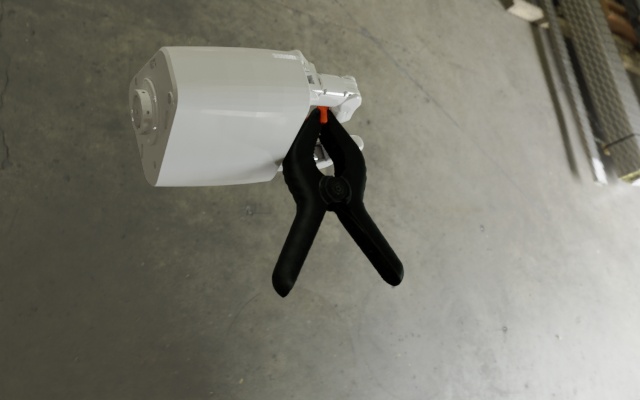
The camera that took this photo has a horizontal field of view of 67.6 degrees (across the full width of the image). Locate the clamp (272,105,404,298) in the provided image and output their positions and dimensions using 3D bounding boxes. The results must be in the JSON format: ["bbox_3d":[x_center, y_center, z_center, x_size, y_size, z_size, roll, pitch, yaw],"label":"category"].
[{"bbox_3d":[0.000,0.001,0.409,0.120,0.171,0.039,-8,-16,-35],"label":"clamp"}]
